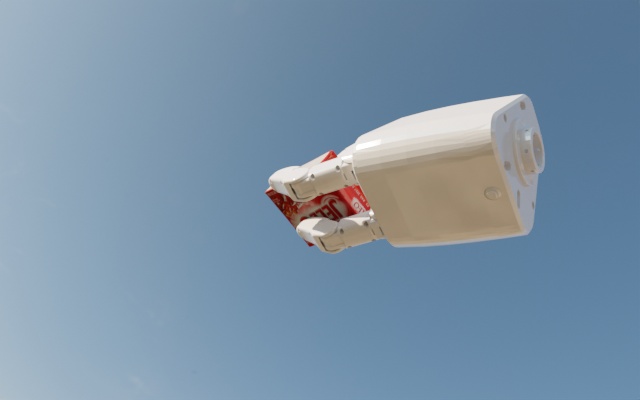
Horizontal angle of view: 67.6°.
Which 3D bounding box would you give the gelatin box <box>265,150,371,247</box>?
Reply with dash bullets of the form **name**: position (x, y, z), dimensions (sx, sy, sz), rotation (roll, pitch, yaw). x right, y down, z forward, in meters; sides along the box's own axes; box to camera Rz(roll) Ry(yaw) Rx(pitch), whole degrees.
- **gelatin box**: position (0.000, 0.001, 0.447), dimensions (0.089, 0.073, 0.030), rotation (-21, 22, 49)
